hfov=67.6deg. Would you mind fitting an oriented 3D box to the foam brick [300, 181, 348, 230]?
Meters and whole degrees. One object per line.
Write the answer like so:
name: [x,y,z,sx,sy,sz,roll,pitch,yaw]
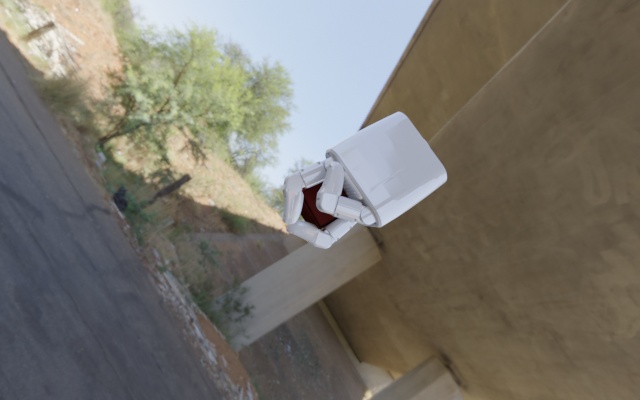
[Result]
foam brick: [0.000,0.002,0.622,0.051,0.053,0.078,-33,7,-11]
